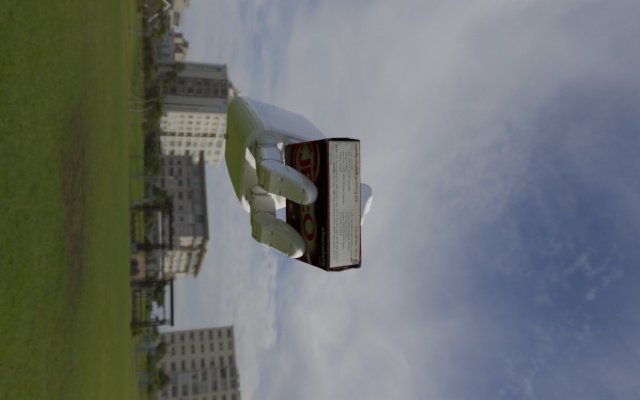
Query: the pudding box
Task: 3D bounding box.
[{"bbox_3d":[0.000,0.001,0.434,0.039,0.113,0.090,-5,4,-25],"label":"pudding box"}]
